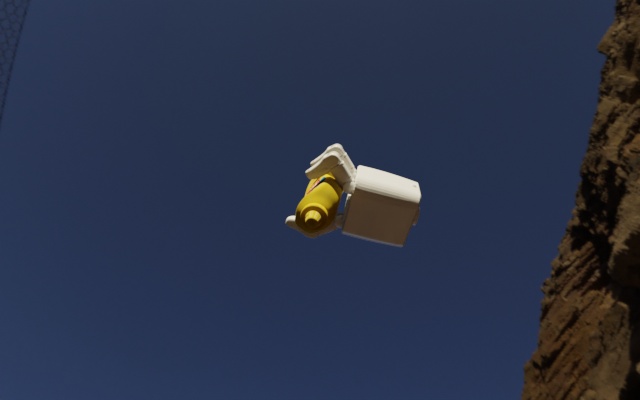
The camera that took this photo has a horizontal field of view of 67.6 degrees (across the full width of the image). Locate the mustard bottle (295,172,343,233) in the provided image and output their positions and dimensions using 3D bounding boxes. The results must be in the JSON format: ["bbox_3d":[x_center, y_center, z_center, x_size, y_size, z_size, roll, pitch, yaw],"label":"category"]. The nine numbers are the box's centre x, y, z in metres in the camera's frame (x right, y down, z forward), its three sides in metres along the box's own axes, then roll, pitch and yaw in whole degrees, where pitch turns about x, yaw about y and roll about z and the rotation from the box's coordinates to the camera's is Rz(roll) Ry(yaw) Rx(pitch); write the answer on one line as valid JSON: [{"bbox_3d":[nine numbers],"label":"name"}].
[{"bbox_3d":[0.000,0.002,0.773,0.058,0.096,0.191,37,19,-6],"label":"mustard bottle"}]
